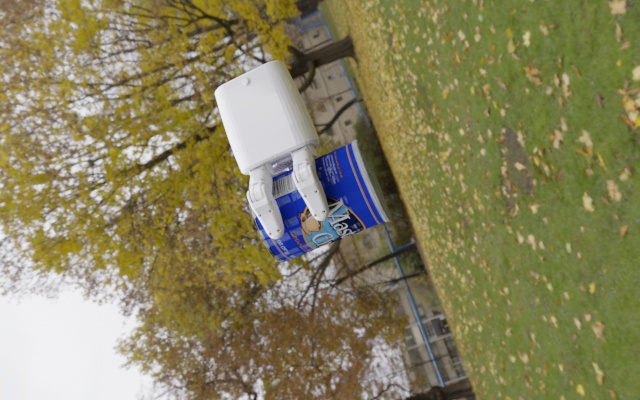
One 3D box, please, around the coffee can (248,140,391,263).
[{"bbox_3d":[0.000,0.002,0.572,0.140,0.103,0.103,-23,-5,11],"label":"coffee can"}]
